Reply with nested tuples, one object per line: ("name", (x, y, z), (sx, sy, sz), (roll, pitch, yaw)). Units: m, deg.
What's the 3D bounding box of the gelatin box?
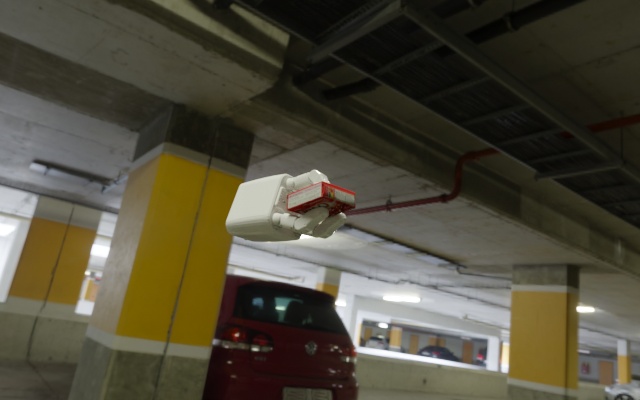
("gelatin box", (0.000, 0.002, 0.767), (0.073, 0.030, 0.089), (19, -27, -39))
